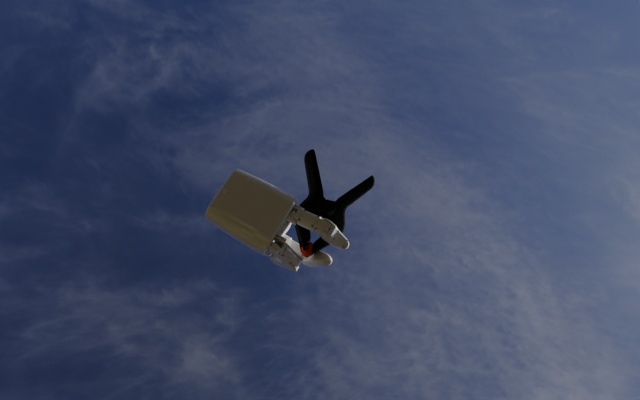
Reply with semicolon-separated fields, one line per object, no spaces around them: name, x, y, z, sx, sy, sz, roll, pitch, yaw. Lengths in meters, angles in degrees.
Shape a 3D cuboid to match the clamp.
clamp;0.000;0.003;0.748;0.120;0.171;0.039;29;-24;4
